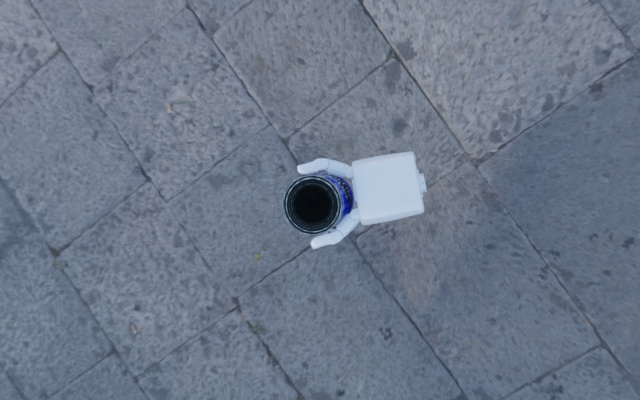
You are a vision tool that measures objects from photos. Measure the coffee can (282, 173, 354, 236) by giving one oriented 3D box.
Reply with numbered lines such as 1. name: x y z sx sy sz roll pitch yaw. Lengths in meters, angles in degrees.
1. coffee can: 0.000 0.003 0.851 0.103 0.103 0.140 0 4 12
